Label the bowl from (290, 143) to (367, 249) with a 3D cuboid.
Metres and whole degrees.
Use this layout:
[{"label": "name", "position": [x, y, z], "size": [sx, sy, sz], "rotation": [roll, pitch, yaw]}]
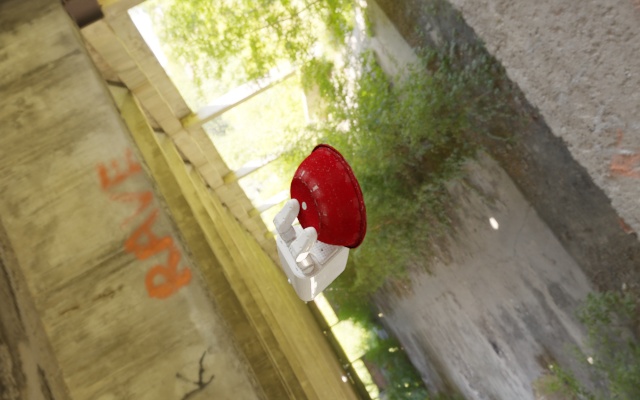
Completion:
[{"label": "bowl", "position": [0.000, 0.001, 0.691], "size": [0.055, 0.162, 0.162], "rotation": [-19, 8, -24]}]
